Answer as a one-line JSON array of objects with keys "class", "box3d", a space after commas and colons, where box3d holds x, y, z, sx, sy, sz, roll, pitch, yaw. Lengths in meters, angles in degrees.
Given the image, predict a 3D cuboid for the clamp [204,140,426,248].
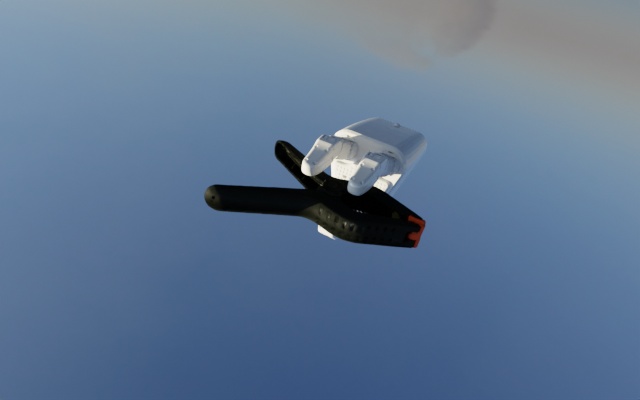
[{"class": "clamp", "box3d": [0.000, 0.002, 0.491, 0.210, 0.036, 0.164, 25, 32, 19]}]
